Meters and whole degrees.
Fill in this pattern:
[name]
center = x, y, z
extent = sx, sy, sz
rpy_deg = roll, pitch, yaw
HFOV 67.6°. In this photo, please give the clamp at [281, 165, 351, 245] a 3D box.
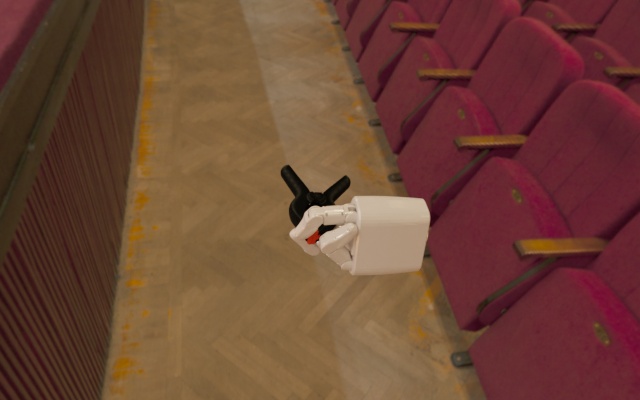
[clamp]
center = 0.000, 0.002, 0.767
extent = 0.120, 0.039, 0.171
rpy_deg = 0, 43, -9
